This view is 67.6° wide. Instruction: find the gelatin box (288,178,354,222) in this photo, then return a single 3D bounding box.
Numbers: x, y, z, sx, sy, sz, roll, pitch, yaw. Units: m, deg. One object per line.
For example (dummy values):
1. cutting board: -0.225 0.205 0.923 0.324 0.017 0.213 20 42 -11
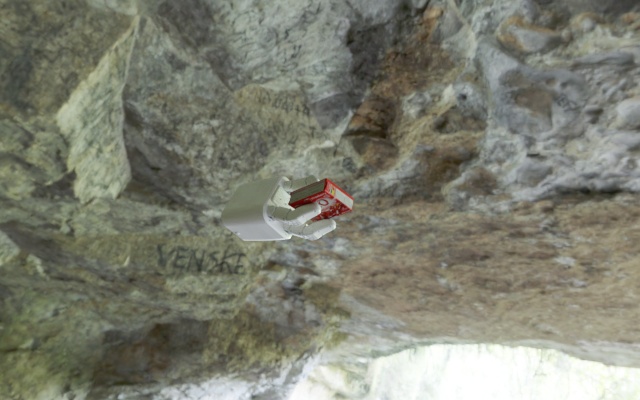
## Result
1. gelatin box: 0.000 0.002 0.824 0.089 0.030 0.073 -21 -43 38
